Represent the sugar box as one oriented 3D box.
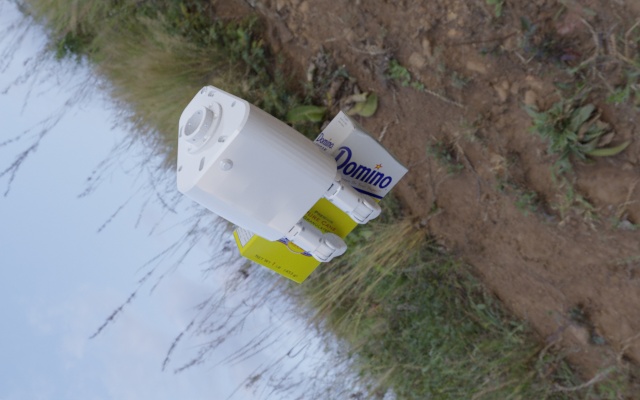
[{"bbox_3d":[0.000,0.002,0.505,0.093,0.176,0.048,32,18,-38],"label":"sugar box"}]
